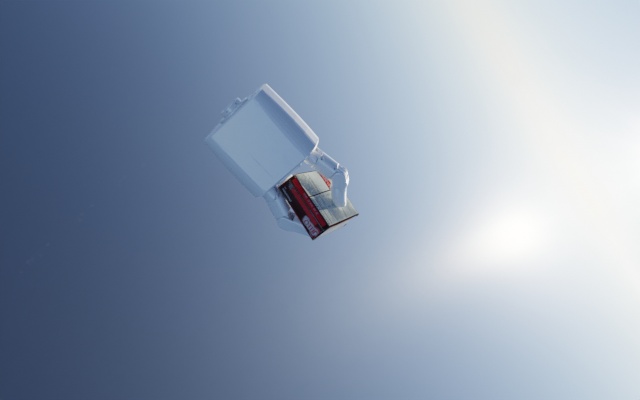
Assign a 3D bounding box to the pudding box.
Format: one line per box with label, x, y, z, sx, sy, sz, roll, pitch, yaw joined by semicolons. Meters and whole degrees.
pudding box;0.000;0.002;0.694;0.039;0.090;0.113;-37;-9;28
